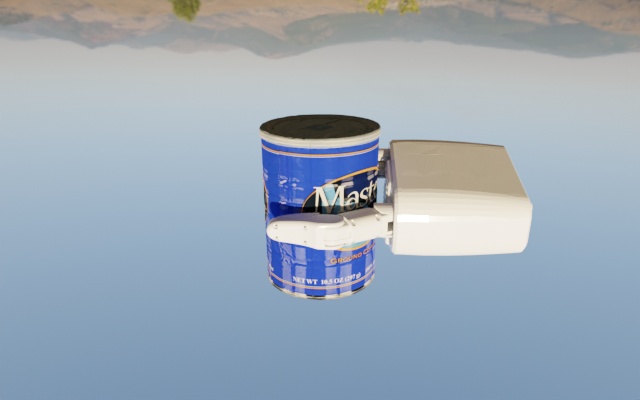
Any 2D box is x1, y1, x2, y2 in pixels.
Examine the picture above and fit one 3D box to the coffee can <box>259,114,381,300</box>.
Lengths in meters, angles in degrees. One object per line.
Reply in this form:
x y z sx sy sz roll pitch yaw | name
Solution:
0.000 0.001 0.428 0.103 0.140 0.102 0 21 0 | coffee can
